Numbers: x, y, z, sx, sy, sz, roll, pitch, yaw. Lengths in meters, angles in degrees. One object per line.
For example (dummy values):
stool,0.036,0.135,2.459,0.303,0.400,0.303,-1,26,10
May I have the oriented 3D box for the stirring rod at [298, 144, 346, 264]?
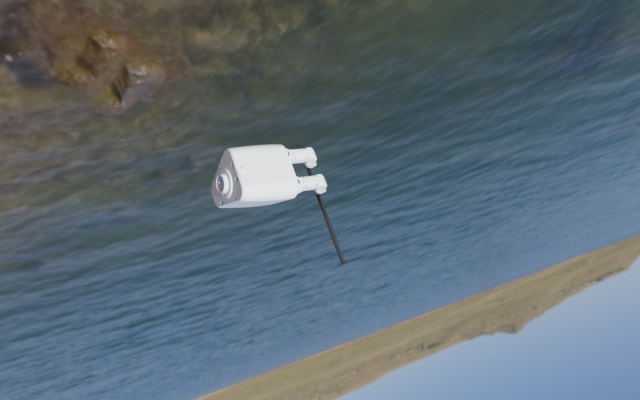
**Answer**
stirring rod,0.000,0.003,0.876,0.011,0.239,0.011,-19,-17,-6
